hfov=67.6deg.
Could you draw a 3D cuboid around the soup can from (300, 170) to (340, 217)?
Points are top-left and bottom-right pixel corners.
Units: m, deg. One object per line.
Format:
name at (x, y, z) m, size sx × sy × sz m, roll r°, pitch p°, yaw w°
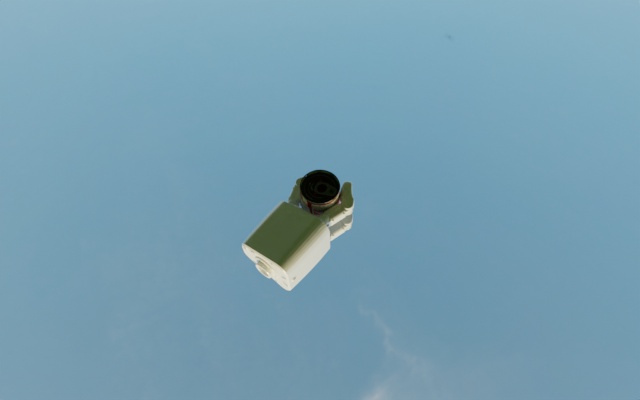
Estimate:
soup can at (0.000, 0.002, 0.834) m, size 0.068 × 0.068 × 0.102 m, roll 0°, pitch -31°, yaw 2°
